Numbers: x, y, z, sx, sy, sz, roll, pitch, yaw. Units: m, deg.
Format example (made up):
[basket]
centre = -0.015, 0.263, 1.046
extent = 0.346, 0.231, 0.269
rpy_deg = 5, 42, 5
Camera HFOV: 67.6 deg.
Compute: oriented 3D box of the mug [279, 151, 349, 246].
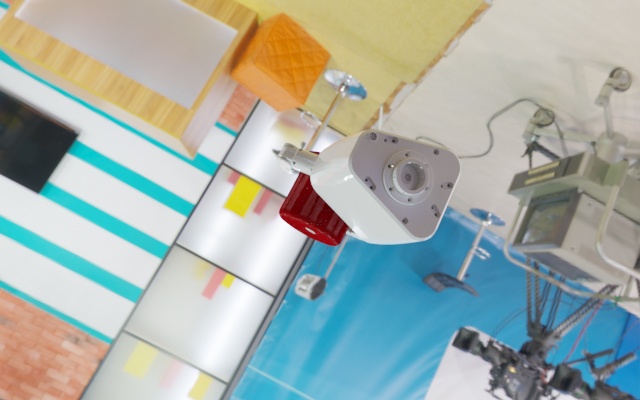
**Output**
[mug]
centre = -0.001, 0.002, 0.574
extent = 0.093, 0.081, 0.117
rpy_deg = 31, -13, -13
